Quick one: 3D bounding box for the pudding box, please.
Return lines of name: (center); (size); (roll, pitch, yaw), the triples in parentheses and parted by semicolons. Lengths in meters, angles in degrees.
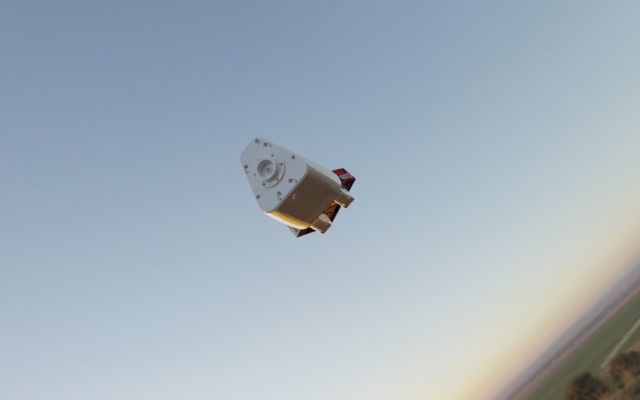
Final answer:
pudding box: (0.000, 0.003, 0.804); (0.090, 0.113, 0.039); (-14, 52, -47)
